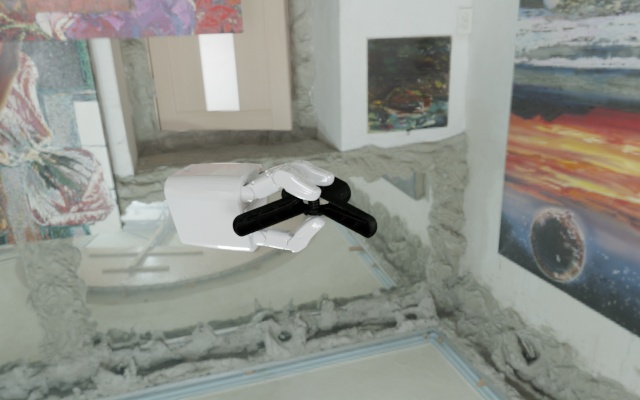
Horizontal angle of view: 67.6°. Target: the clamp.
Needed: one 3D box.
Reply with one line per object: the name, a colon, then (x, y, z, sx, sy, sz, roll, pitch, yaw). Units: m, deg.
clamp: (0.000, 0.003, 0.618, 0.164, 0.036, 0.210, 3, 19, 13)
